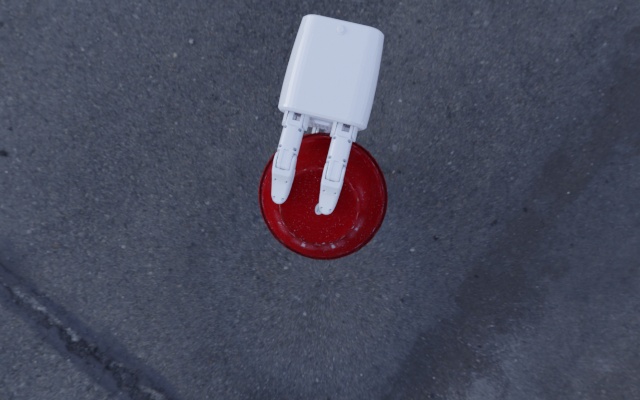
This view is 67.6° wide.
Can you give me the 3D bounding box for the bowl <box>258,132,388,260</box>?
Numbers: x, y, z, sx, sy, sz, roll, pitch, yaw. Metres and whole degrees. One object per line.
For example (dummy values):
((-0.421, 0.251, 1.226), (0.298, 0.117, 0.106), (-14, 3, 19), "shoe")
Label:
((0.000, 0.003, 0.569), (0.162, 0.162, 0.055), (0, 12, 5), "bowl")
